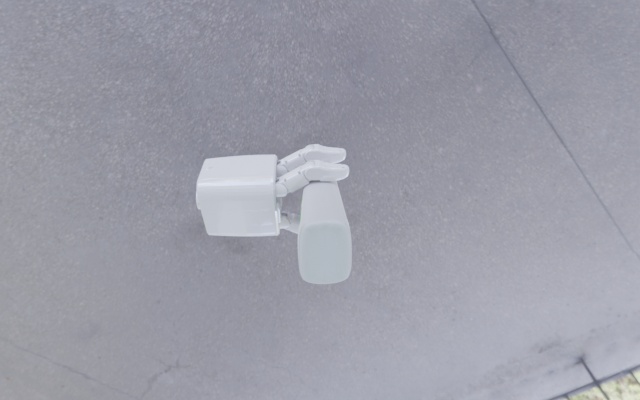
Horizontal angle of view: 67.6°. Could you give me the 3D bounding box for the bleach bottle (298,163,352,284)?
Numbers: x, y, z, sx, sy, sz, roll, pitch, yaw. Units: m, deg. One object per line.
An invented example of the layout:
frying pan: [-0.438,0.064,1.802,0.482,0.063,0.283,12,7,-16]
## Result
bleach bottle: [0.000,0.002,0.696,0.068,0.103,0.250,-2,31,-2]
